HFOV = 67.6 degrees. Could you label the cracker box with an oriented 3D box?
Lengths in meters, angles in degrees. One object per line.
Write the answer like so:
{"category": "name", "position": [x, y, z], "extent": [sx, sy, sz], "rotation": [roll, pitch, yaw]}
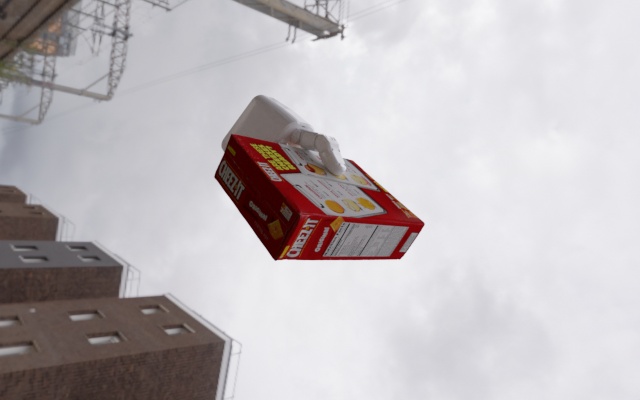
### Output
{"category": "cracker box", "position": [0.000, 0.002, 0.593], "extent": [0.214, 0.072, 0.164], "rotation": [6, 30, -43]}
